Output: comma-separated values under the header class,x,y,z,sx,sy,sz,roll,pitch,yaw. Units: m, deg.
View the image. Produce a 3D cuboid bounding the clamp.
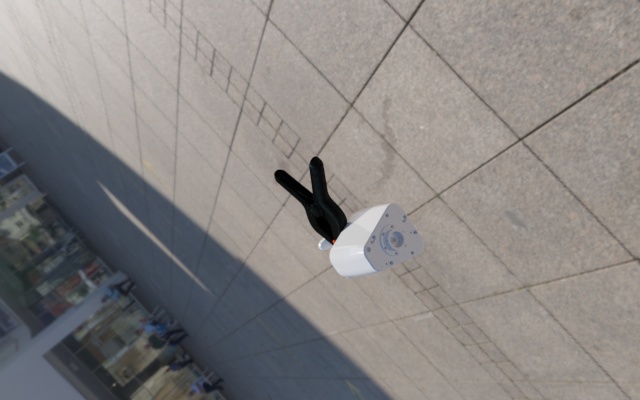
class,x,y,z,sx,sy,sz,roll,pitch,yaw
clamp,0.000,0.003,0.801,0.039,0.171,0.120,-43,10,-29
